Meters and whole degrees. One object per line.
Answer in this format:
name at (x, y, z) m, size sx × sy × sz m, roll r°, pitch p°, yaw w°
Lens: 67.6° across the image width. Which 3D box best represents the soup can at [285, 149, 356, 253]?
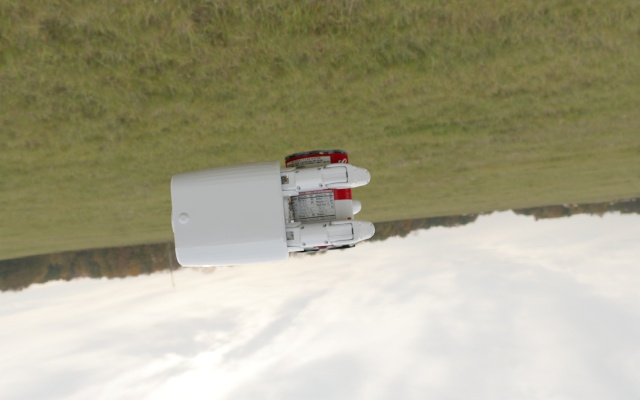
soup can at (0.001, 0.002, 0.508) m, size 0.068 × 0.102 × 0.068 m, roll -5°, pitch -3°, yaw 0°
